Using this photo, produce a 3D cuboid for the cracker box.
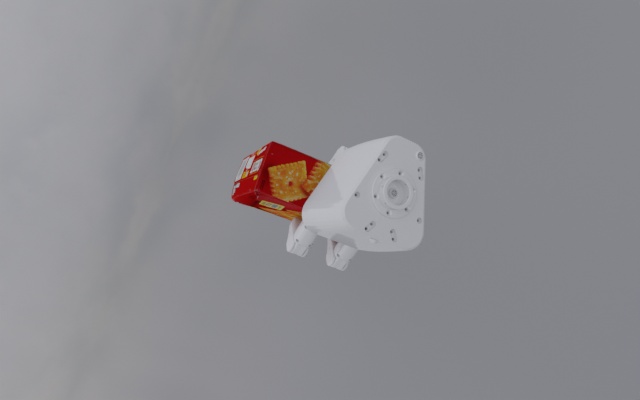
[{"bbox_3d":[0.000,0.002,0.639,0.214,0.072,0.164,22,-10,-19],"label":"cracker box"}]
